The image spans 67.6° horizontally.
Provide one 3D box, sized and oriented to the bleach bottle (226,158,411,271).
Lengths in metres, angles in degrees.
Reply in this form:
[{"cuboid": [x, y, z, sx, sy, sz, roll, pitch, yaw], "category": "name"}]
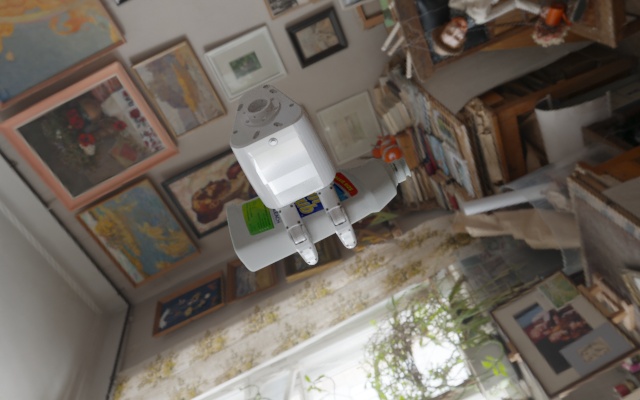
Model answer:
[{"cuboid": [0.000, 0.002, 0.654, 0.251, 0.102, 0.068, -25, -45, 2], "category": "bleach bottle"}]
